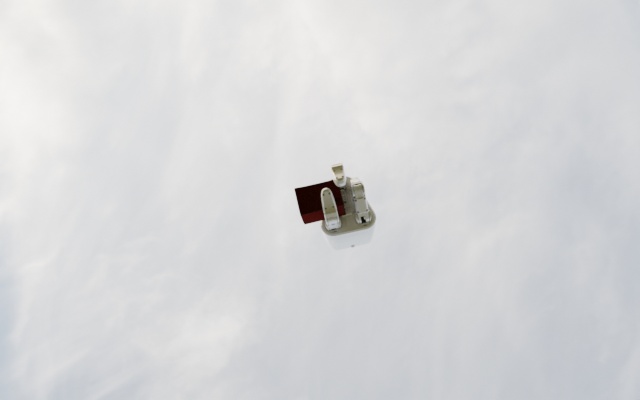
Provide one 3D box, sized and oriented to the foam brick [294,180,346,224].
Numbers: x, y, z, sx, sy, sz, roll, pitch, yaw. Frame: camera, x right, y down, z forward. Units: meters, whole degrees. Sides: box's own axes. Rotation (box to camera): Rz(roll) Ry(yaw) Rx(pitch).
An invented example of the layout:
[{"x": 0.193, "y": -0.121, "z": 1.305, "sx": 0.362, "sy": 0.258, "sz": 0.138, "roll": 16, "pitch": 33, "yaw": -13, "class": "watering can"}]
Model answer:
[{"x": 0.000, "y": 0.003, "z": 0.827, "sx": 0.078, "sy": 0.053, "sz": 0.051, "roll": -12, "pitch": -22, "yaw": 1, "class": "foam brick"}]
